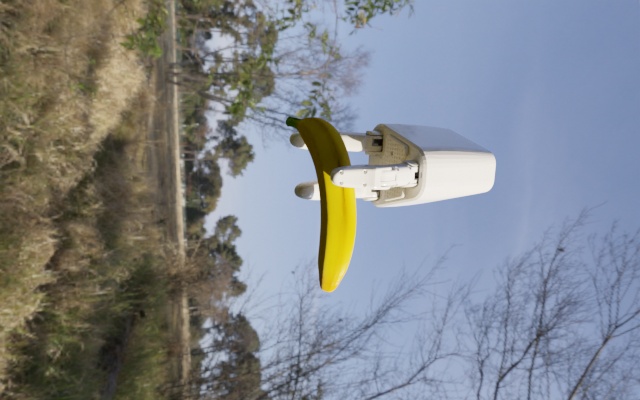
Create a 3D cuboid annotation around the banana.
[{"bbox_3d":[0.009,-0.007,0.497,0.037,0.197,0.070,-4,-13,-31],"label":"banana"}]
